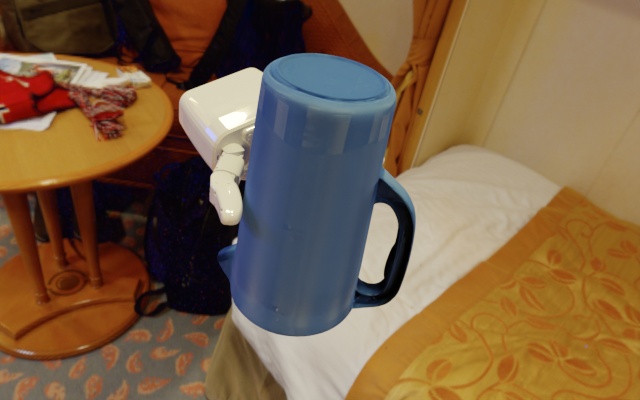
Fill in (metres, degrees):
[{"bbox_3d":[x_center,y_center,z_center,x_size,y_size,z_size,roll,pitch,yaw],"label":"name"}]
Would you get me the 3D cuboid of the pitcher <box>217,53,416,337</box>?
[{"bbox_3d":[0.000,0.001,0.440,0.149,0.243,0.145,-14,43,-31],"label":"pitcher"}]
